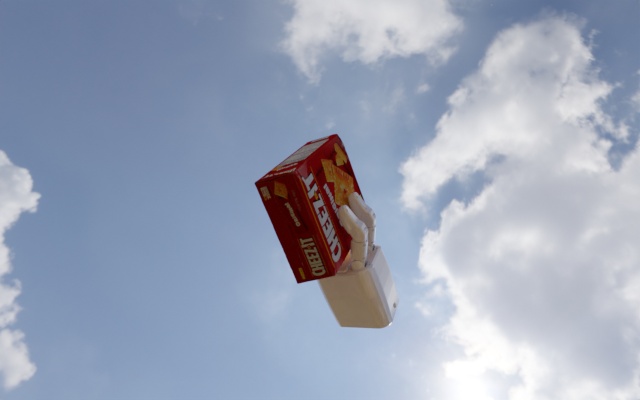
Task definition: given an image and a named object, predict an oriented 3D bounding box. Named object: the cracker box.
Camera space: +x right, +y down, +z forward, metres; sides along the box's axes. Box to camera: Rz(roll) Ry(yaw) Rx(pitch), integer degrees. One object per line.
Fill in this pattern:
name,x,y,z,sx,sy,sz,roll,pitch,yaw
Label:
cracker box,0.000,0.002,0.747,0.072,0.164,0.213,-15,16,24
